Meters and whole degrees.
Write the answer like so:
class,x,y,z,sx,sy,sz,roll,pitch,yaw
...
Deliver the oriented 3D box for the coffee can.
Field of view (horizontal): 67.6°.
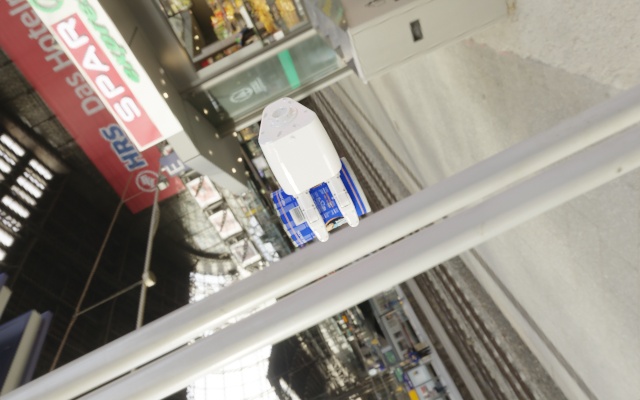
class,x,y,z,sx,sy,sz,roll,pitch,yaw
coffee can,0.000,0.003,0.812,0.140,0.103,0.103,-26,-1,2
